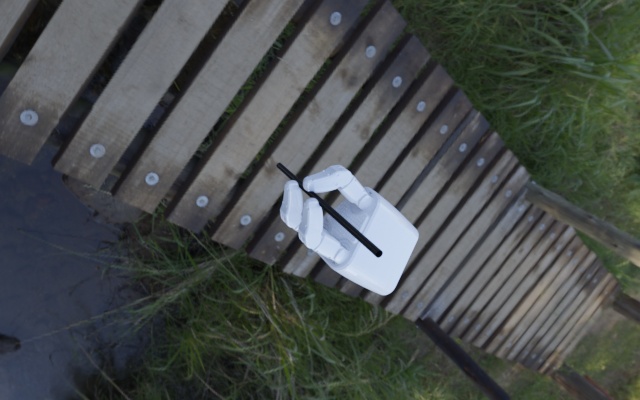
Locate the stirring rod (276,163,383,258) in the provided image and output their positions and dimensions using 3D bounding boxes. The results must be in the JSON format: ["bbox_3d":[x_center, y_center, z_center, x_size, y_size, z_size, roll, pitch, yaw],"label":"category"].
[{"bbox_3d":[0.000,0.002,0.545,0.011,0.011,0.239,0,24,-30],"label":"stirring rod"}]
